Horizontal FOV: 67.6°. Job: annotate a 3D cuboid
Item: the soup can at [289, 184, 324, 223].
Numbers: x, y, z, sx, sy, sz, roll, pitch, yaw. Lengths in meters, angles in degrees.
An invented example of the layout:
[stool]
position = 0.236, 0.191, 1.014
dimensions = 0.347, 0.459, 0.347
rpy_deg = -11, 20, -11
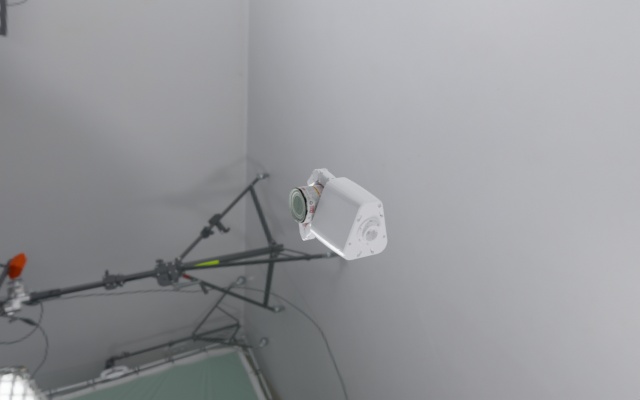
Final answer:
[soup can]
position = 0.000, 0.003, 0.894
dimensions = 0.102, 0.068, 0.068
rpy_deg = -9, 4, -30
